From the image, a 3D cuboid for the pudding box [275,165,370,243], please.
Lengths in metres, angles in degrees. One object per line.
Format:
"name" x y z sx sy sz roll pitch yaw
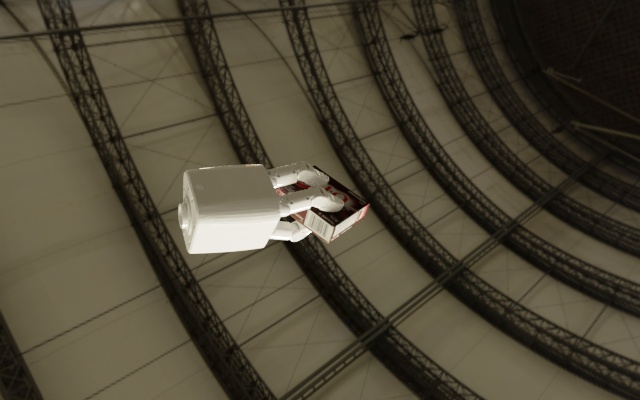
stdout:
"pudding box" 0.000 0.002 0.698 0.113 0.039 0.090 38 42 21
